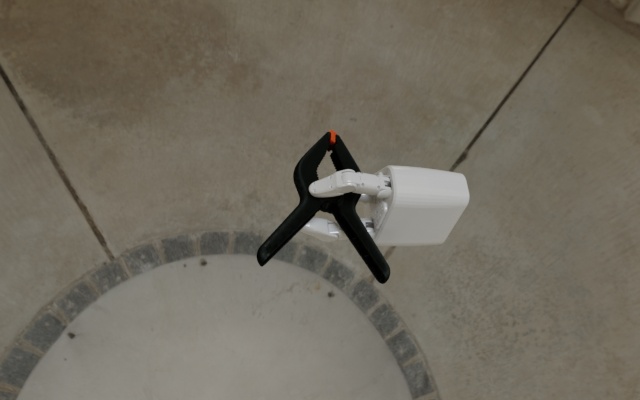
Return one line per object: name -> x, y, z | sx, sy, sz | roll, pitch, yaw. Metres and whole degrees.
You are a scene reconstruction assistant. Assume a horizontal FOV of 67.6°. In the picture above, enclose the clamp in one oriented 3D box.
clamp -> 0.001, 0.001, 0.607 | 0.164, 0.210, 0.036 | 4, -28, -17
